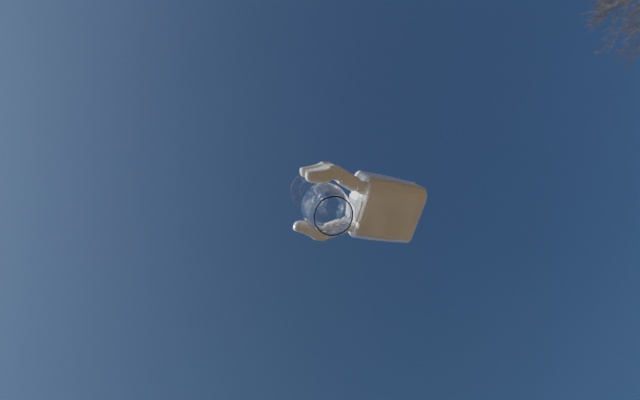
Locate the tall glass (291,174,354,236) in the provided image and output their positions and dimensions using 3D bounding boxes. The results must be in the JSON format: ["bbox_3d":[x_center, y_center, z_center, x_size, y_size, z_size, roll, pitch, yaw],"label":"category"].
[{"bbox_3d":[0.000,0.003,0.806,0.079,0.079,0.201,0,12,-11],"label":"tall glass"}]
